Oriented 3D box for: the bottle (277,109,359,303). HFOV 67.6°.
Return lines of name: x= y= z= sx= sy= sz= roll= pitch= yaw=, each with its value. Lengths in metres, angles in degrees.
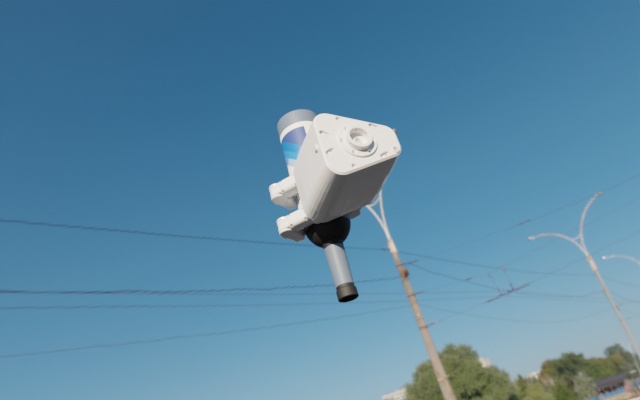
bottle: x=0.000 y=0.002 z=0.682 sx=0.069 sy=0.295 sz=0.069 roll=-12 pitch=-29 yaw=-7
